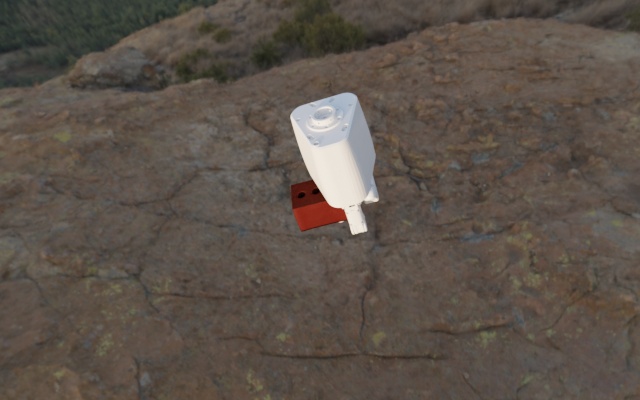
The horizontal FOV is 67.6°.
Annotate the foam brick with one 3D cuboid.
[{"bbox_3d":[0.000,0.002,0.696,0.078,0.053,0.051,-15,-45,8],"label":"foam brick"}]
